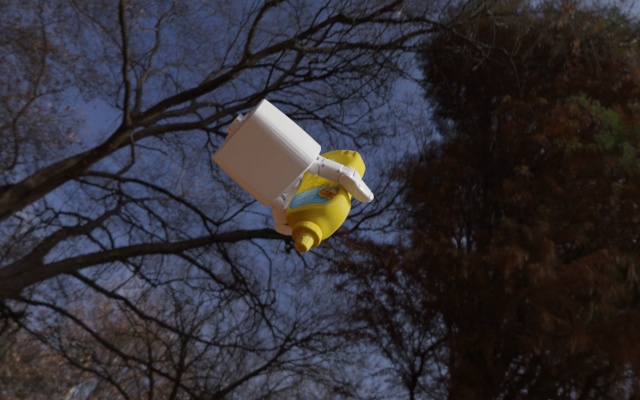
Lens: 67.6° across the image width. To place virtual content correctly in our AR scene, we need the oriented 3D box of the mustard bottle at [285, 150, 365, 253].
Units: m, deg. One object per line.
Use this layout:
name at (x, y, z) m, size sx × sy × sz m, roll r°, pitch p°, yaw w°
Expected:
mustard bottle at (0.000, 0.002, 0.697) m, size 0.096 × 0.058 × 0.191 m, roll -10°, pitch 35°, yaw 28°
